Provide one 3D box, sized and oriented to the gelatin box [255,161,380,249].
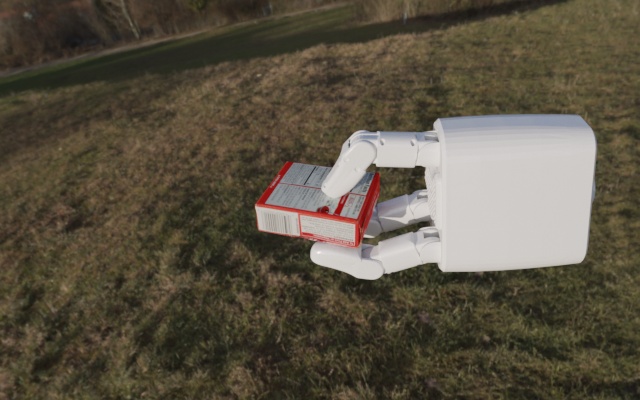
[{"bbox_3d":[0.000,0.001,0.404,0.089,0.030,0.073,9,37,15],"label":"gelatin box"}]
